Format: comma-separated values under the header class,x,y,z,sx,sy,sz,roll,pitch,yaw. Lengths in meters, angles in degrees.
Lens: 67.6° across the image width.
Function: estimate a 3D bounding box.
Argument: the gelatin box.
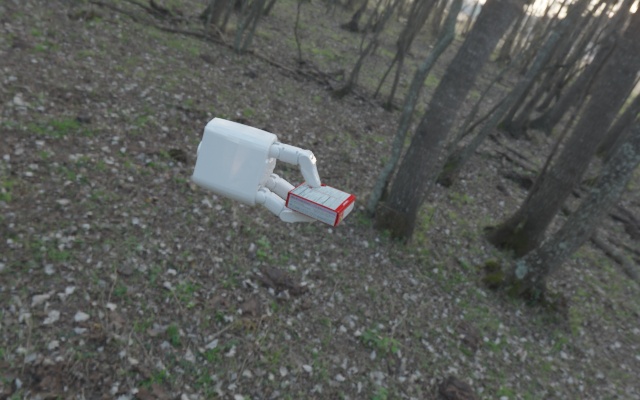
class,x,y,z,sx,sy,sz,roll,pitch,yaw
gelatin box,0.001,0.002,0.749,0.089,0.030,0.073,21,27,17
